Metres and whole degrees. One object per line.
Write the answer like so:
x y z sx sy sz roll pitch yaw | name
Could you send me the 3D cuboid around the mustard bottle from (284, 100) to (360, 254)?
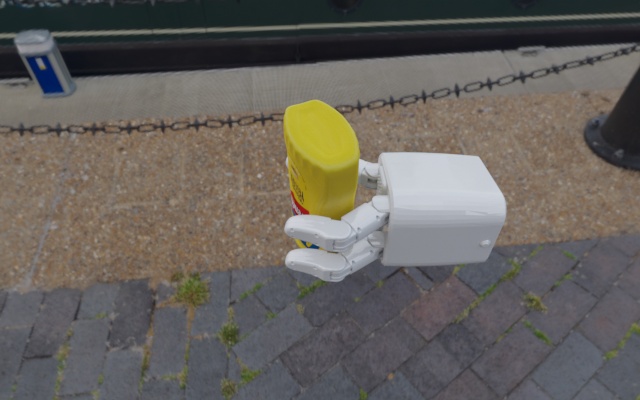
0.000 0.001 0.483 0.058 0.096 0.192 -19 -38 -16 | mustard bottle
